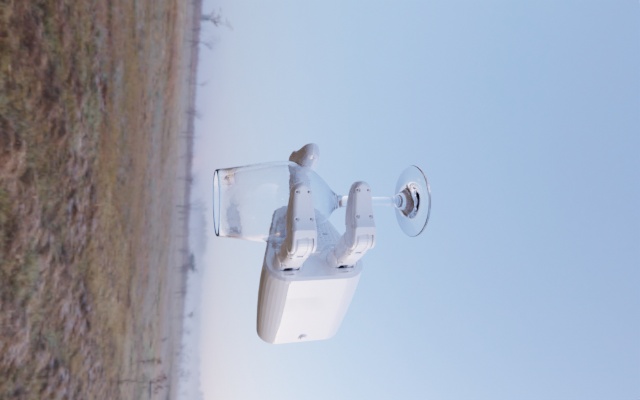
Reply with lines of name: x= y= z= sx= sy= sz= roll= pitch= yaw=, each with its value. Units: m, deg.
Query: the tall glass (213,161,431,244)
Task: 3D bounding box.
tall glass: x=0.001 y=0.001 z=0.463 sx=0.201 sy=0.079 sz=0.079 roll=0 pitch=0 yaw=-18
